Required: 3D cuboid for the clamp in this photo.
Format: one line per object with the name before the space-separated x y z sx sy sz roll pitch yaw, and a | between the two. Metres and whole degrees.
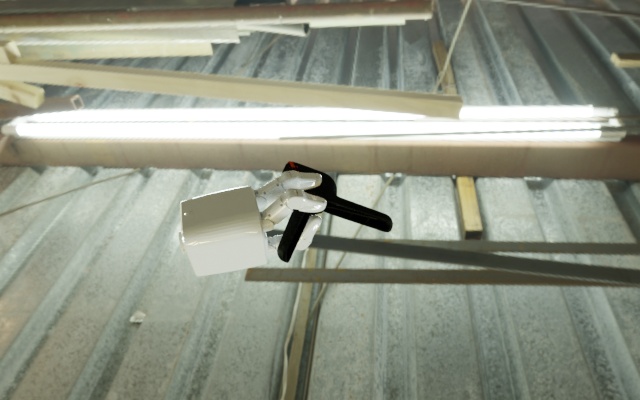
clamp | 0.000 0.003 0.705 0.164 0.036 0.209 -10 37 -11
